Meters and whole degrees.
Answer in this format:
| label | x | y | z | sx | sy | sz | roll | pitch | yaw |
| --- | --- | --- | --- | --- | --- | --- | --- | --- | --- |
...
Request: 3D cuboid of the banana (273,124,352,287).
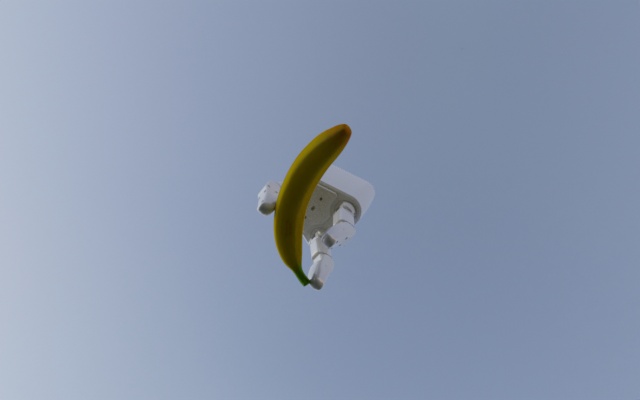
| label | x | y | z | sx | sy | sz | roll | pitch | yaw |
| --- | --- | --- | --- | --- | --- | --- | --- | --- | --- |
| banana | -0.018 | -0.001 | 0.555 | 0.069 | 0.198 | 0.037 | 20 | 20 | 16 |
